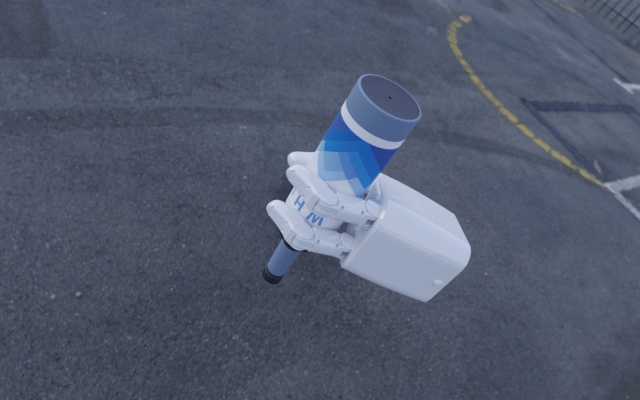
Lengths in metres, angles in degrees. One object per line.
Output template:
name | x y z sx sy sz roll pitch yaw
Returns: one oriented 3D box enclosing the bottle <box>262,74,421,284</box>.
bottle | 0.000 0.001 0.524 0.069 0.069 0.296 0 -40 -34
